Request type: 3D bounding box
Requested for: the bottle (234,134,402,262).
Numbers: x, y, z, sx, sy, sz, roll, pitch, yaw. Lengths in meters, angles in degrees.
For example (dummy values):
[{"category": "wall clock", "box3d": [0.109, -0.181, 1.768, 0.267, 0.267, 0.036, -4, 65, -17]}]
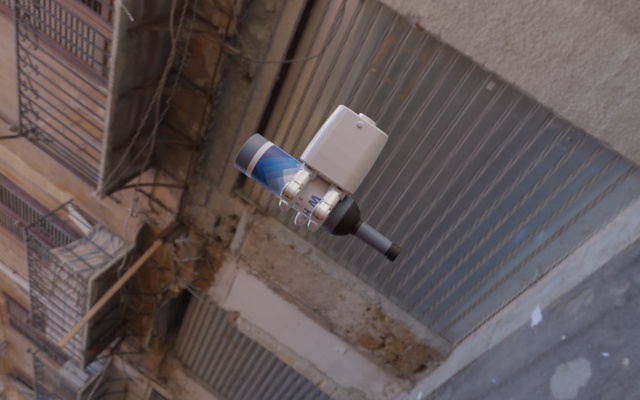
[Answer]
[{"category": "bottle", "box3d": [0.000, 0.002, 0.764, 0.295, 0.069, 0.069, 35, 4, 5]}]
